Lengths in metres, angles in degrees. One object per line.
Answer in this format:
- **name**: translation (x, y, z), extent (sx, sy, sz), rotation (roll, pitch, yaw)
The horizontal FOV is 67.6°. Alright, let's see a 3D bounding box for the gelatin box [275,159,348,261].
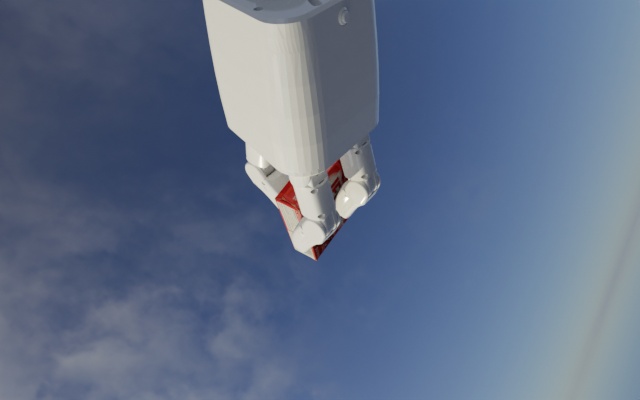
- **gelatin box**: translation (0.000, 0.001, 0.433), extent (0.030, 0.073, 0.089), rotation (26, -27, 26)
